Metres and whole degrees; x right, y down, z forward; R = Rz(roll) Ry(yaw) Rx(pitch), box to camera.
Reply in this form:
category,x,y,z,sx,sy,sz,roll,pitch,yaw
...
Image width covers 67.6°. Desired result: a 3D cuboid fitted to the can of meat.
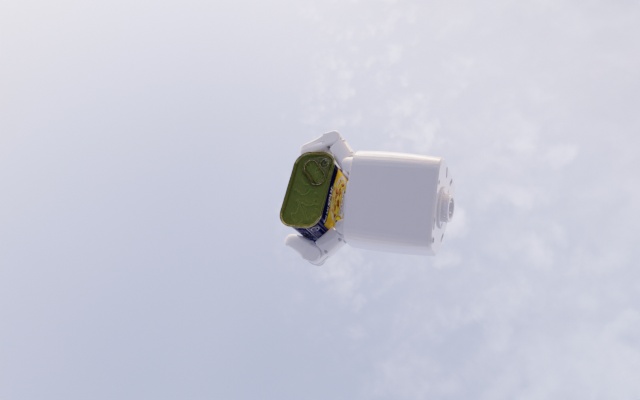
category,x,y,z,sx,sy,sz,roll,pitch,yaw
can of meat,0.000,0.002,0.613,0.057,0.102,0.084,3,-23,28
